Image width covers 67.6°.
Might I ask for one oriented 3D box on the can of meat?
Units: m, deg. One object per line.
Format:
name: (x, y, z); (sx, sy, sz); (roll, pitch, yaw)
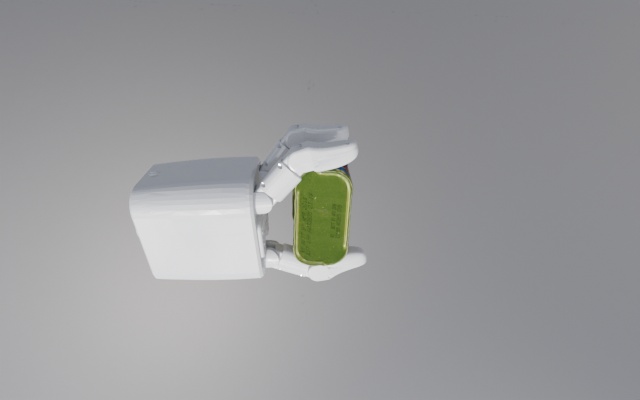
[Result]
can of meat: (0.000, 0.002, 0.465); (0.057, 0.102, 0.084); (1, 23, -2)
